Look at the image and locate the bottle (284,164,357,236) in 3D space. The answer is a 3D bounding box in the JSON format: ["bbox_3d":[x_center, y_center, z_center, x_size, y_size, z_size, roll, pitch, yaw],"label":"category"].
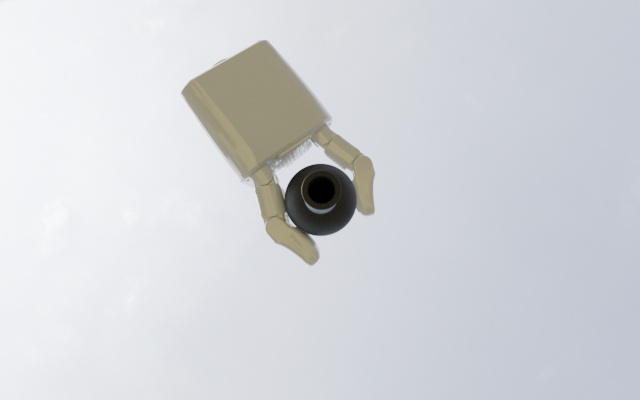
[{"bbox_3d":[0.000,0.002,0.473,0.069,0.069,0.296,0,-3,0],"label":"bottle"}]
